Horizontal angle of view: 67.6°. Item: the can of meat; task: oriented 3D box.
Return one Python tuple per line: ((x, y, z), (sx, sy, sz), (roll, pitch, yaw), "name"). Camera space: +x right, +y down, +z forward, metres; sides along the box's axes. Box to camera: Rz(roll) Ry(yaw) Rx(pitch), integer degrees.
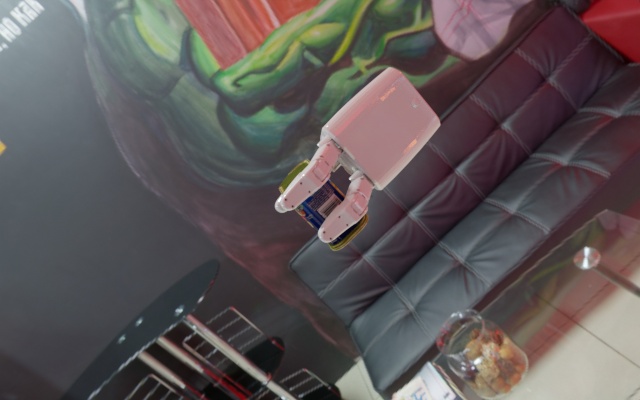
((0.000, 0.002, 0.564), (0.084, 0.057, 0.102), (46, 0, -17), "can of meat")
